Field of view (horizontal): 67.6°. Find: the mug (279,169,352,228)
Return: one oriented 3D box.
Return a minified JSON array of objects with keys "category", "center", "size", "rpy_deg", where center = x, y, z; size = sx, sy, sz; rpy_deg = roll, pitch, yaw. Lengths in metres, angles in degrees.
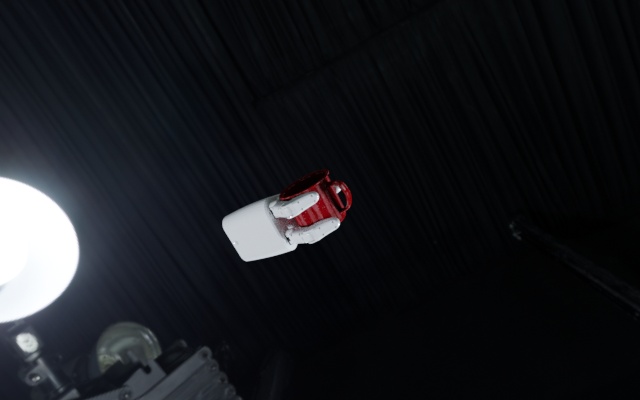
[{"category":"mug","center":[0.001,0.002,0.792],"size":[0.117,0.081,0.093],"rpy_deg":[-18,19,32]}]
